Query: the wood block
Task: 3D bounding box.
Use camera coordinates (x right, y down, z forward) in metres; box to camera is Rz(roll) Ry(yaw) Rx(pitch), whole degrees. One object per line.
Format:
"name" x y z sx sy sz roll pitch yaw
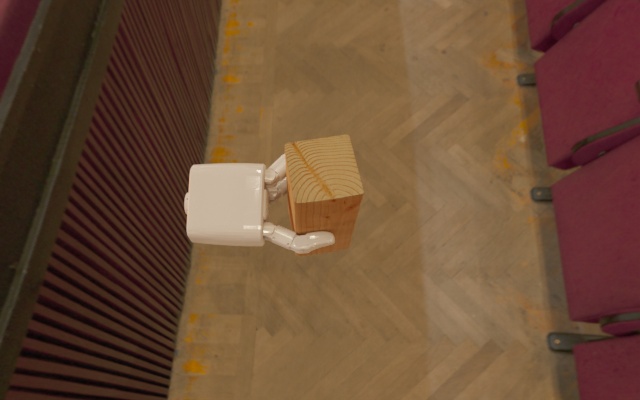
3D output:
"wood block" 0.000 0.003 0.698 0.090 0.090 0.206 -9 -24 -6
